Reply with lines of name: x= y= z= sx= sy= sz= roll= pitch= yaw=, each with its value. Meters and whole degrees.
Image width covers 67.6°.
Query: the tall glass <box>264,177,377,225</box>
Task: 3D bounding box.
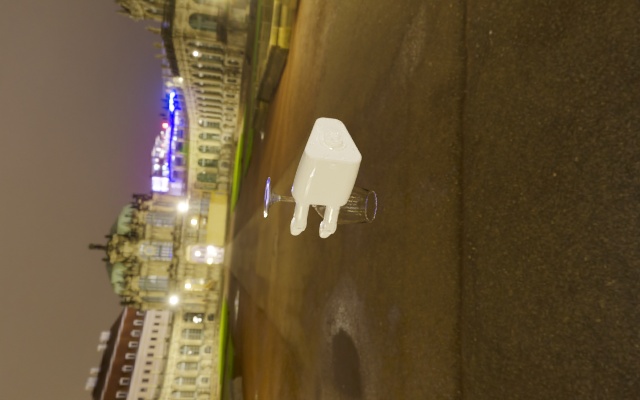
tall glass: x=-0.001 y=0.003 z=0.888 sx=0.201 sy=0.079 sz=0.079 roll=5 pitch=-1 yaw=-12
